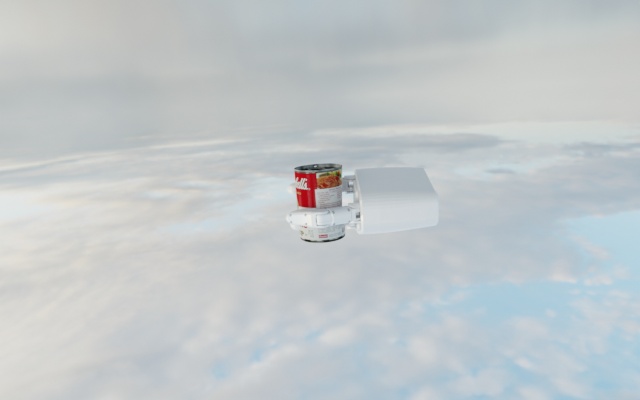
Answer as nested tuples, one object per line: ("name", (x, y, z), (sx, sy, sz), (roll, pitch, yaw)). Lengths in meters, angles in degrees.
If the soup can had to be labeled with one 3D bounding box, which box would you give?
("soup can", (0.000, 0.003, 0.678), (0.068, 0.102, 0.068), (-4, 12, 1))
